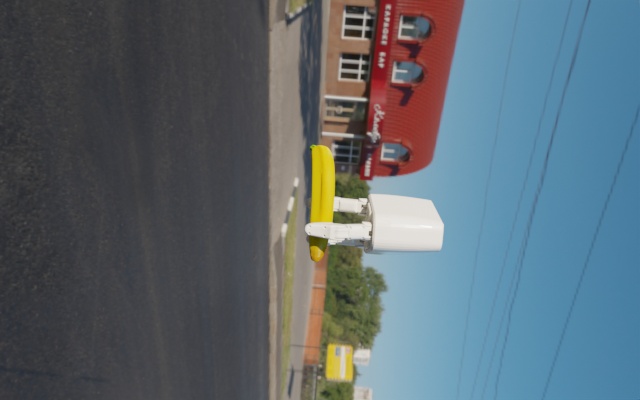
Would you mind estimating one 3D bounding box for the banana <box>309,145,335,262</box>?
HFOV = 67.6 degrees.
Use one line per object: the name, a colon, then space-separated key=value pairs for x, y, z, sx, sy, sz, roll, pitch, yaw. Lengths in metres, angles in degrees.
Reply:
banana: x=0.002 y=-0.006 z=0.744 sx=0.037 sy=0.197 sz=0.070 roll=2 pitch=-17 yaw=-5
